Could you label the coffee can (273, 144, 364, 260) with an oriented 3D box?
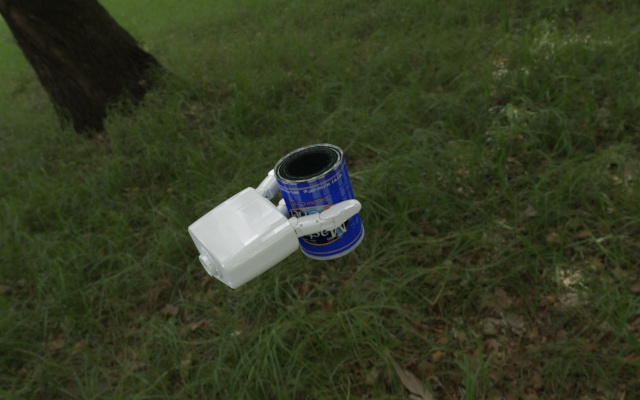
[{"bbox_3d":[0.000,0.002,0.706,0.103,0.140,0.102,-12,33,8],"label":"coffee can"}]
